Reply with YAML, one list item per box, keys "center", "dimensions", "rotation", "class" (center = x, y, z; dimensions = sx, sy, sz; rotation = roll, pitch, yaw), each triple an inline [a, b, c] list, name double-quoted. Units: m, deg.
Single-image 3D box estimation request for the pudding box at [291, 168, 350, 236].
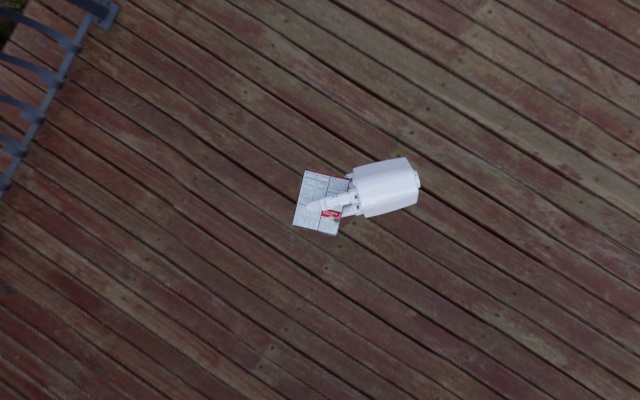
- center: [0.000, 0.003, 0.899]
  dimensions: [0.090, 0.113, 0.039]
  rotation: [14, 4, 1]
  class: "pudding box"
